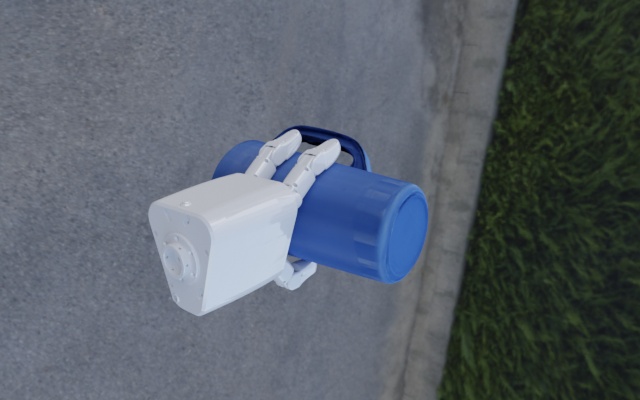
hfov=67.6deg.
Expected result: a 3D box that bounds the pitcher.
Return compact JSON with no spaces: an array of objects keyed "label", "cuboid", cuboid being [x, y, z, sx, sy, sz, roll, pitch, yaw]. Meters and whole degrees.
[{"label":"pitcher","cuboid":[0.000,0.002,0.563,0.243,0.149,0.145,15,23,35]}]
